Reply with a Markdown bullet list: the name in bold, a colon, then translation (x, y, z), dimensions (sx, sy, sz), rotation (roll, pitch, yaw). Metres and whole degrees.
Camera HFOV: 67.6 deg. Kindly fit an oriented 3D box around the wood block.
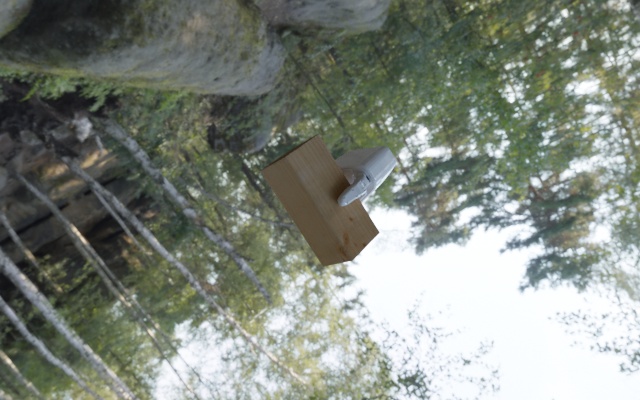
- **wood block**: translation (0.001, 0.003, 0.836), dimensions (0.090, 0.206, 0.091), rotation (-40, 11, -37)
